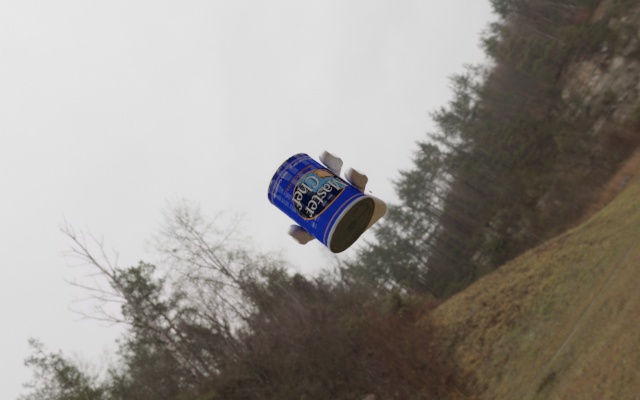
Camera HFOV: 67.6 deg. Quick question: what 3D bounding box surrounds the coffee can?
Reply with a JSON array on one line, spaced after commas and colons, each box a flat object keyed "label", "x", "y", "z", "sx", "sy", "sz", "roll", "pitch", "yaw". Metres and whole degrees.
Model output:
[{"label": "coffee can", "x": 0.000, "y": 0.003, "z": 0.757, "sx": 0.140, "sy": 0.103, "sz": 0.103, "roll": 36, "pitch": 18, "yaw": 27}]
